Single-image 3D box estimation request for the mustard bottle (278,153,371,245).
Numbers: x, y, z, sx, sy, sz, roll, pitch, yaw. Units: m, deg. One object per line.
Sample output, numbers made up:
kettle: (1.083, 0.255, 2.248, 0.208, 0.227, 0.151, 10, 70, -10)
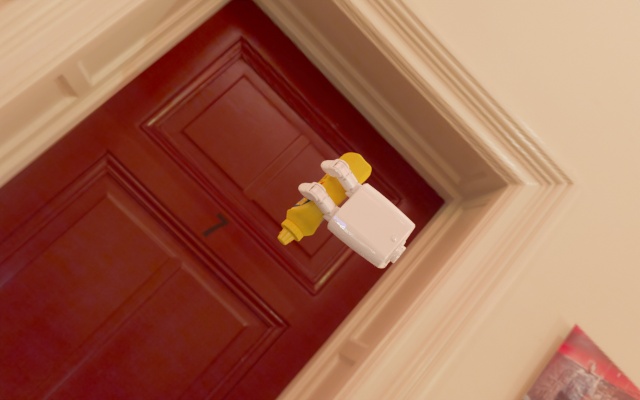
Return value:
mustard bottle: (0.000, 0.002, 0.813, 0.191, 0.058, 0.096, -46, 10, -16)
